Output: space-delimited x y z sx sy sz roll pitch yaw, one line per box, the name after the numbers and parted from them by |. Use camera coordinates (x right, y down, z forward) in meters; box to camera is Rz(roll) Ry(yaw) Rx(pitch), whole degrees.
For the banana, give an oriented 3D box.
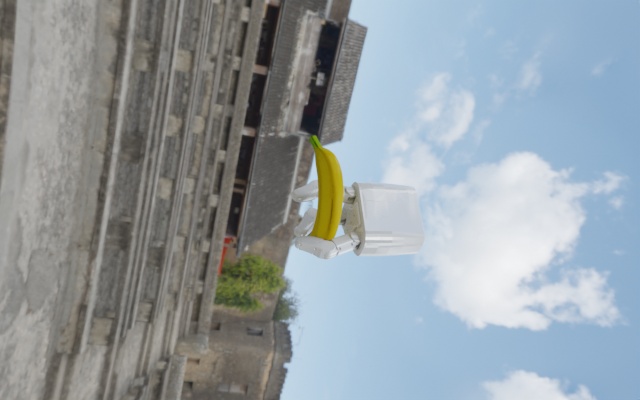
0.007 0.007 0.707 0.037 0.198 0.069 -7 27 -20 | banana
